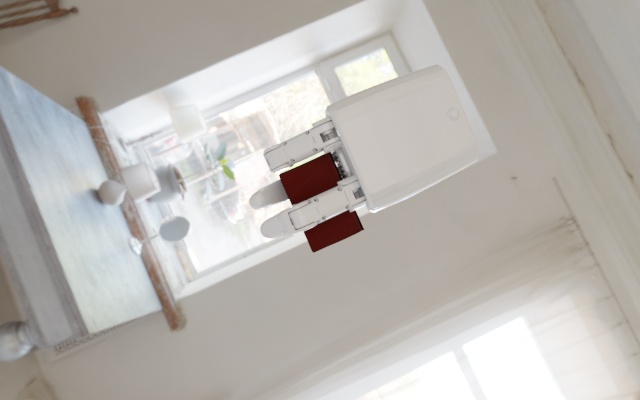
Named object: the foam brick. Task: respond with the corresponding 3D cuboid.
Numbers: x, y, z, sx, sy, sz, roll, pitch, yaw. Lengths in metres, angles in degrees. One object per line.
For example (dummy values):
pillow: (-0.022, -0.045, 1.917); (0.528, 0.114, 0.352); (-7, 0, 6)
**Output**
foam brick: (0.000, 0.002, 0.439); (0.051, 0.078, 0.053); (-24, 2, -3)
